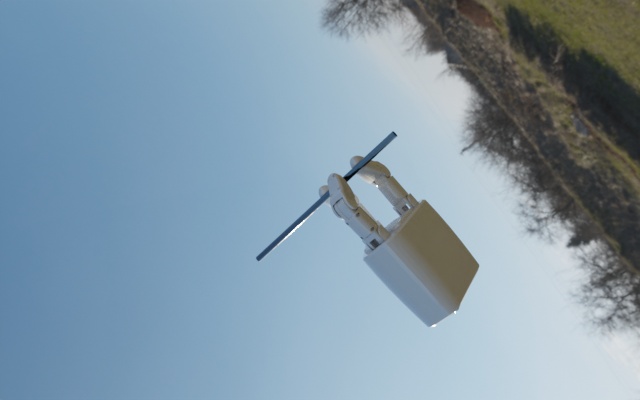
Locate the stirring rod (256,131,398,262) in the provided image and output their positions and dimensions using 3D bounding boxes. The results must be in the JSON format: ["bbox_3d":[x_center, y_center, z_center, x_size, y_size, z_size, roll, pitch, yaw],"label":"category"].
[{"bbox_3d":[0.000,0.002,0.566,0.239,0.011,0.011,-43,-21,25],"label":"stirring rod"}]
